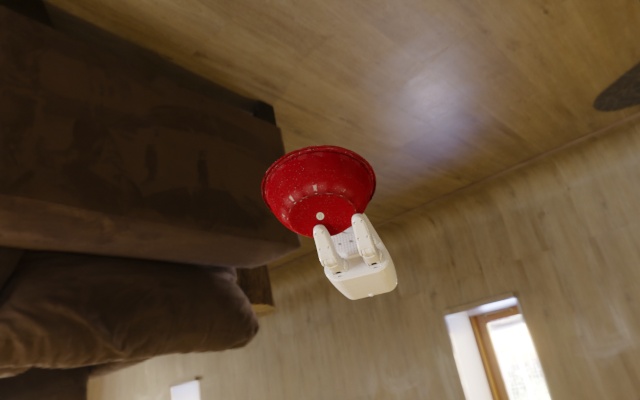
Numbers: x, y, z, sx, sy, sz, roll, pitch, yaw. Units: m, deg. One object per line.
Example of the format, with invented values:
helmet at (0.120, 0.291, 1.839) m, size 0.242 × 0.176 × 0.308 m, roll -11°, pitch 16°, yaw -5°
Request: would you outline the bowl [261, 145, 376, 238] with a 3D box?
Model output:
bowl at (-0.001, 0.002, 0.652) m, size 0.162 × 0.055 × 0.162 m, roll -3°, pitch -43°, yaw -3°
